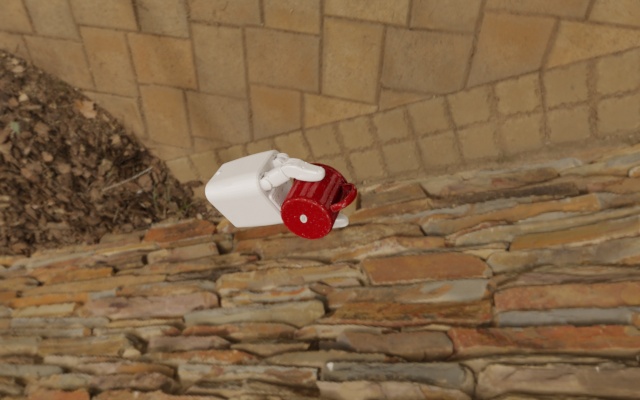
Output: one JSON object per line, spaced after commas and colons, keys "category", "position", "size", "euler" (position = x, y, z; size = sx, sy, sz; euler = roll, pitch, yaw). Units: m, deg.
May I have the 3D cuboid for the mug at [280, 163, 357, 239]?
{"category": "mug", "position": [0.001, 0.002, 0.713], "size": [0.117, 0.093, 0.081], "euler": [-10, 34, 28]}
